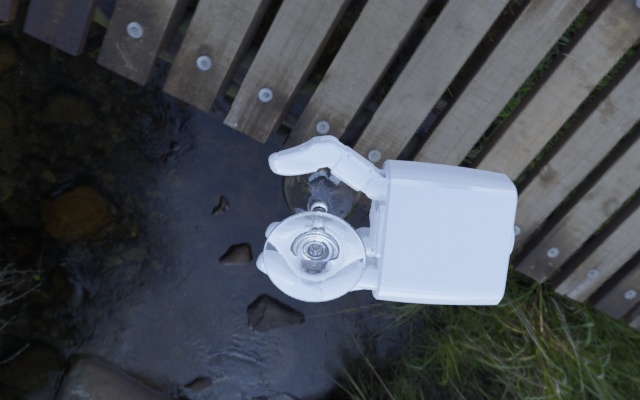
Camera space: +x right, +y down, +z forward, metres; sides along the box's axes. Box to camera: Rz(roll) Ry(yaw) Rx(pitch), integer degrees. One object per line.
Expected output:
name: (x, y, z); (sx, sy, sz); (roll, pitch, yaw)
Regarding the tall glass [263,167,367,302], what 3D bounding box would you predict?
tall glass: (0.000, 0.002, 0.430); (0.079, 0.079, 0.201); (0, 24, 2)
